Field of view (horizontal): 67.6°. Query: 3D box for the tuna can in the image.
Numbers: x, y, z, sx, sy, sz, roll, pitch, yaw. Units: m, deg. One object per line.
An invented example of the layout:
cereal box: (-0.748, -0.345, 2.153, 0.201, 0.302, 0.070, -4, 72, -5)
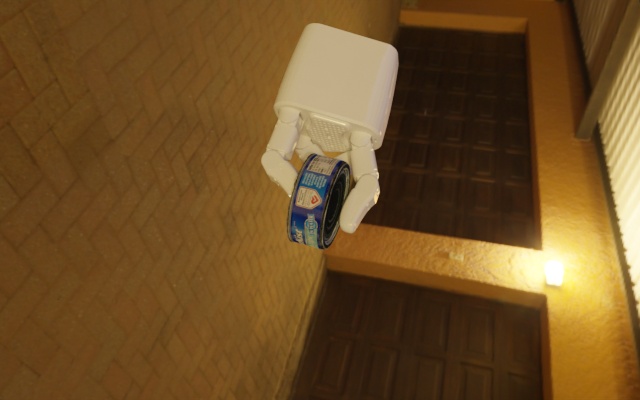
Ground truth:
tuna can: (0.001, 0.002, 0.443, 0.034, 0.086, 0.086, 14, 3, 14)
